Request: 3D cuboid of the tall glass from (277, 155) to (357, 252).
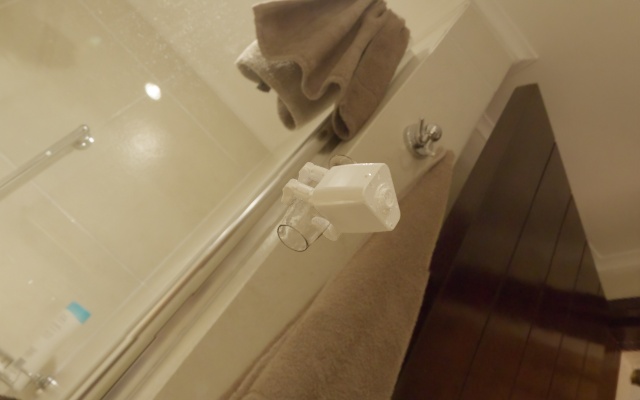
[{"bbox_3d":[0.000,0.002,0.873,0.079,0.079,0.201,0,39,39],"label":"tall glass"}]
